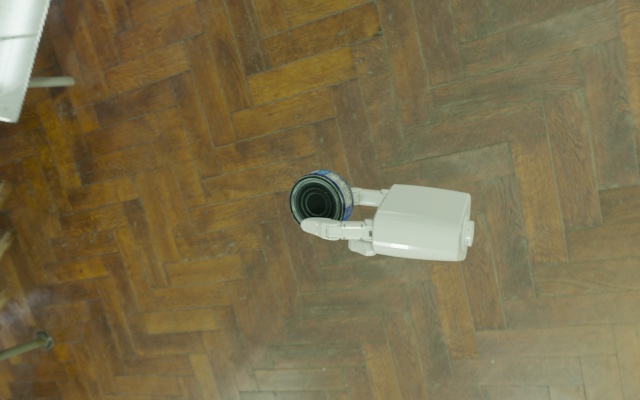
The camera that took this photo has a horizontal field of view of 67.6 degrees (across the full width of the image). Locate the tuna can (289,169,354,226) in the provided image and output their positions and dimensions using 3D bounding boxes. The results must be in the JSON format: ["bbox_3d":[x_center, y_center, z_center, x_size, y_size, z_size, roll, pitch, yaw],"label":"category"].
[{"bbox_3d":[0.000,0.002,0.653,0.086,0.086,0.033,0,14,27],"label":"tuna can"}]
